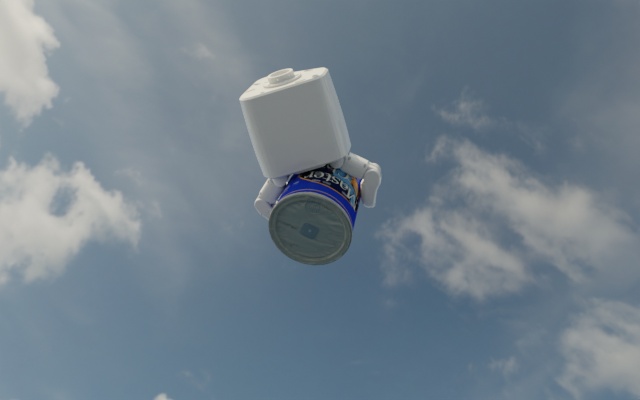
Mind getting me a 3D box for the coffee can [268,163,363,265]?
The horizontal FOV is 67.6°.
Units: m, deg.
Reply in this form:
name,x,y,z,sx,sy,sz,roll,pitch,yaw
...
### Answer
name,x,y,z,sx,sy,sz,roll,pitch,yaw
coffee can,0.000,0.002,0.628,0.103,0.103,0.140,0,30,13
